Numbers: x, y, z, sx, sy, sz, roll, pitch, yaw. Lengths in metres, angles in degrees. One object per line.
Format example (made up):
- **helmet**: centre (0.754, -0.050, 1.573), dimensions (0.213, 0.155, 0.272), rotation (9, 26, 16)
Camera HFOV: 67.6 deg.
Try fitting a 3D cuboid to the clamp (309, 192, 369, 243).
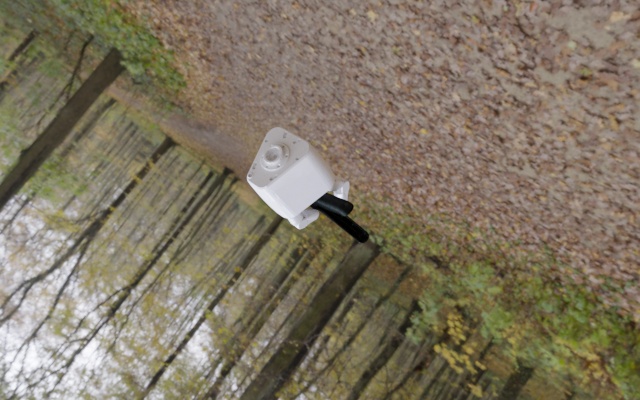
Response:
- **clamp**: centre (-0.001, 0.003, 0.887), dimensions (0.210, 0.036, 0.165), rotation (32, -12, 32)
